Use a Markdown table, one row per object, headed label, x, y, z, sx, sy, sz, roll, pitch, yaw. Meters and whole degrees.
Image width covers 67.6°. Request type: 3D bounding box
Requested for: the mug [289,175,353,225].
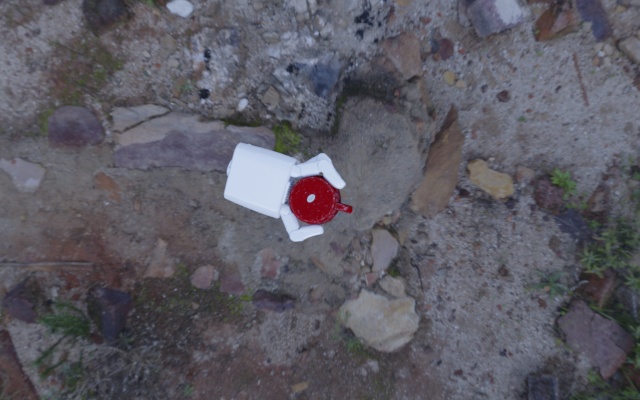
| label | x | y | z | sx | sy | sz | roll | pitch | yaw |
| --- | --- | --- | --- | --- | --- | --- | --- | --- | --- |
| mug | 0.001 | 0.003 | 0.847 | 0.117 | 0.093 | 0.081 | 18 | 1 | 5 |
